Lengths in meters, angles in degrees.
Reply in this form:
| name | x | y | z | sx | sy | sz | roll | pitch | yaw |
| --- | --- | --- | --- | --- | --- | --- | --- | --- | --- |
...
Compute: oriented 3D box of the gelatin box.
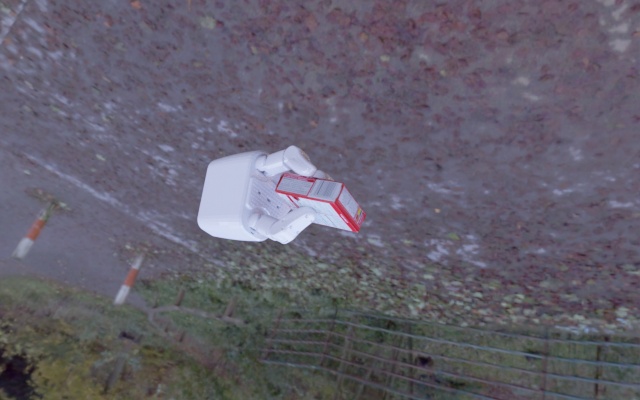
| name | x | y | z | sx | sy | sz | roll | pitch | yaw |
| --- | --- | --- | --- | --- | --- | --- | --- | --- | --- |
| gelatin box | 0.000 | 0.002 | 0.568 | 0.089 | 0.030 | 0.073 | 11 | -24 | 34 |
